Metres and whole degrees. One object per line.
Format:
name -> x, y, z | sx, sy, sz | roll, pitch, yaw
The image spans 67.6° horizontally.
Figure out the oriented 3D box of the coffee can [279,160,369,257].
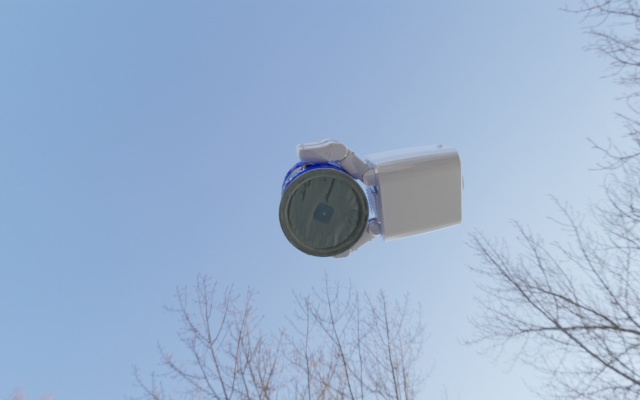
coffee can -> 0.000, 0.002, 0.604 | 0.103, 0.103, 0.140 | 0, 11, -4
